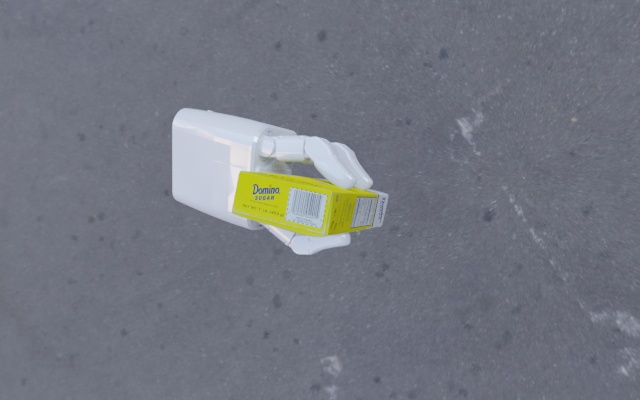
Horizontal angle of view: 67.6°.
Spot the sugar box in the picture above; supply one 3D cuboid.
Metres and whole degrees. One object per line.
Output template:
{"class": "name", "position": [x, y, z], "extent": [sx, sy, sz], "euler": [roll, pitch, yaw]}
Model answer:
{"class": "sugar box", "position": [0.000, 0.001, 0.479], "extent": [0.093, 0.048, 0.176], "euler": [14, 8, 21]}
